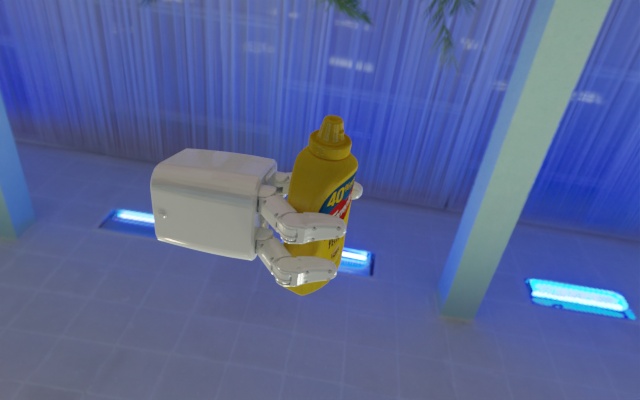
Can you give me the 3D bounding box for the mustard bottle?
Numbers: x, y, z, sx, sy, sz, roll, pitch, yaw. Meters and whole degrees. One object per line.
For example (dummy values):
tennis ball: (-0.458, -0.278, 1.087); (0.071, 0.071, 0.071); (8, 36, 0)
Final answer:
mustard bottle: (0.000, 0.002, 0.495); (0.058, 0.192, 0.096); (25, 38, 22)
